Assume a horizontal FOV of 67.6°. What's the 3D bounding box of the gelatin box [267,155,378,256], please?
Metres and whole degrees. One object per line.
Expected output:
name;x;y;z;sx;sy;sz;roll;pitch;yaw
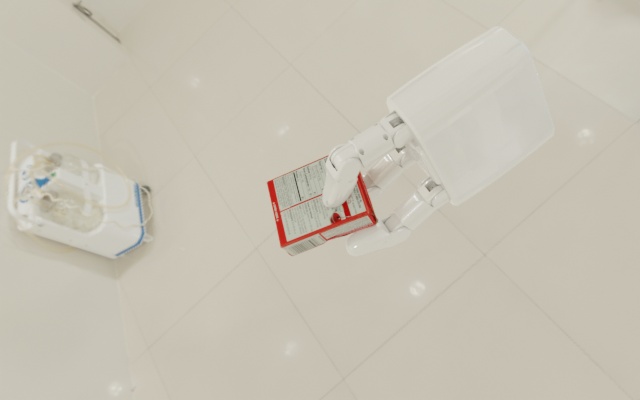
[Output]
gelatin box;0.000;0.001;0.443;0.089;0.073;0.030;-22;-30;10
